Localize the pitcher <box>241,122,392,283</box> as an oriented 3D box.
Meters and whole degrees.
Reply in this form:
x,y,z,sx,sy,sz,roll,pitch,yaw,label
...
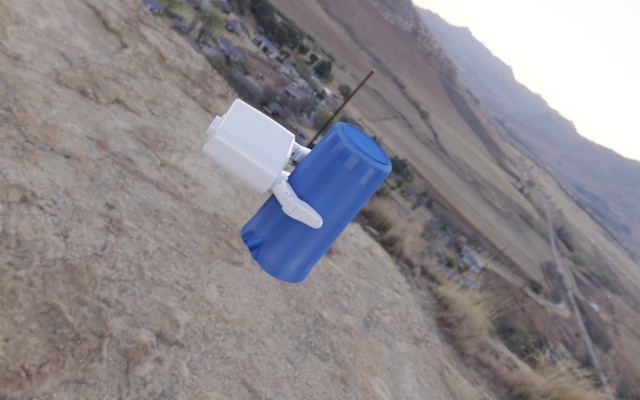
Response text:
x,y,z,sx,sy,sz,roll,pitch,yaw,label
0.000,0.002,0.745,0.145,0.243,0.149,34,23,-15,pitcher
